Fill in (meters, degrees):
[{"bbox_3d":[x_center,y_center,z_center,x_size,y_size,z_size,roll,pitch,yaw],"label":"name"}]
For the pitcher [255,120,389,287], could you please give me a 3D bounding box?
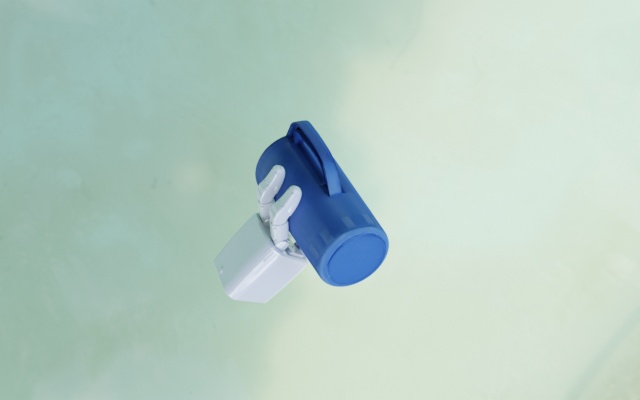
[{"bbox_3d":[0.000,0.002,0.714,0.149,0.145,0.242,35,14,-43],"label":"pitcher"}]
